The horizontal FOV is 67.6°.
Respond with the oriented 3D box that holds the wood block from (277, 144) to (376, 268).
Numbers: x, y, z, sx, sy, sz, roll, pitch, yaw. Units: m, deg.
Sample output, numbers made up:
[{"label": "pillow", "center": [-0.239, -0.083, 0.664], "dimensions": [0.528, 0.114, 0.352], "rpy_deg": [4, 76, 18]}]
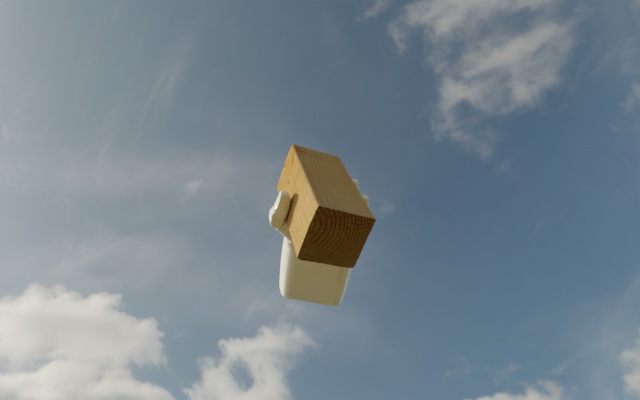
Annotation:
[{"label": "wood block", "center": [0.000, 0.003, 0.741], "dimensions": [0.091, 0.090, 0.206], "rpy_deg": [12, 26, -21]}]
